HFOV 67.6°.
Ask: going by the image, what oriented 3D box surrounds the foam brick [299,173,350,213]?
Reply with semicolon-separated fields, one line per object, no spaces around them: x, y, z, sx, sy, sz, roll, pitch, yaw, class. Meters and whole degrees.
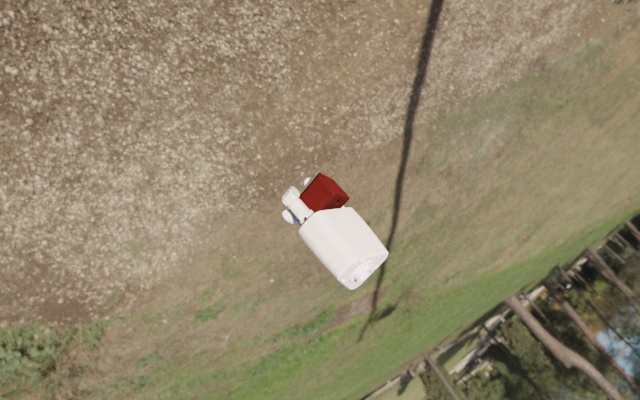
0.000;0.002;0.806;0.051;0.078;0.053;49;17;28;foam brick
